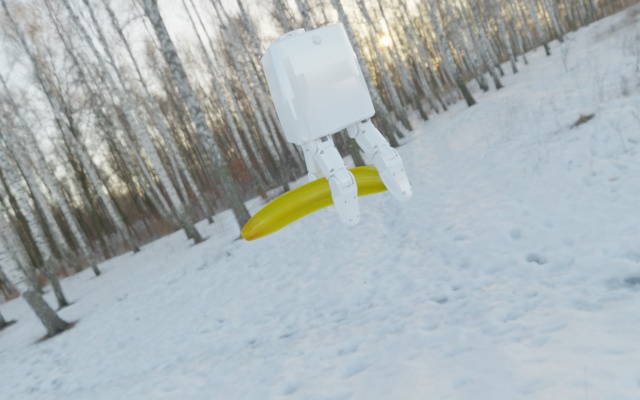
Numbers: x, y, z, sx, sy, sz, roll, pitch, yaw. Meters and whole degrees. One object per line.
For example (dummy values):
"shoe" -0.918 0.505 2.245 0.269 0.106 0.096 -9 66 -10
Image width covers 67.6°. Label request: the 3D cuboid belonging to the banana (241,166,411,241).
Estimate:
"banana" 0.001 -0.004 0.558 0.198 0.037 0.069 -19 15 -3
